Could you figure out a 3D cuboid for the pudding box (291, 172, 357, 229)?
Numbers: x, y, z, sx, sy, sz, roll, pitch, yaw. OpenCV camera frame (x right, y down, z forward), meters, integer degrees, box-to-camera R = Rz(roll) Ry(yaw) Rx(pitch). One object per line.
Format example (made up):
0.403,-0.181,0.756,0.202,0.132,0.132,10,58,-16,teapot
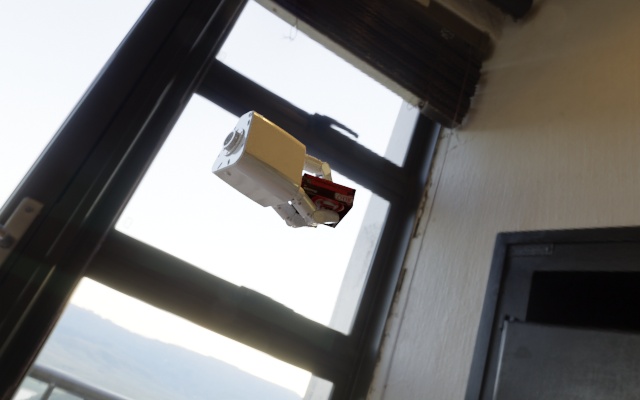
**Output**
0.000,0.002,0.787,0.090,0.039,0.113,18,-22,-6,pudding box
